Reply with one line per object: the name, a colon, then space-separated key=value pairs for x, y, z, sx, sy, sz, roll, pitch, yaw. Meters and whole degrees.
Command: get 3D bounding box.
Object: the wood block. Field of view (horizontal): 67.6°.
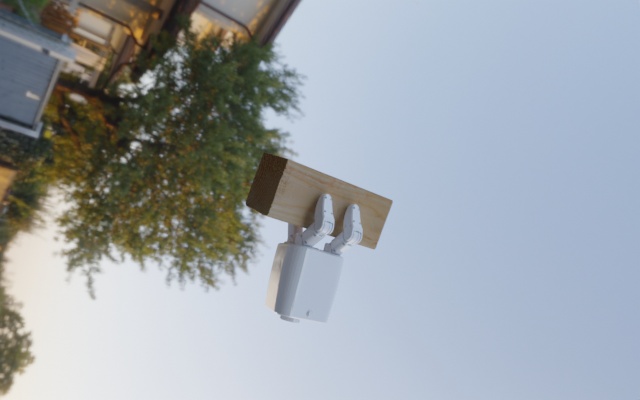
wood block: x=0.000 y=0.003 z=0.761 sx=0.206 sy=0.090 sz=0.091 roll=20 pitch=0 yaw=-32
